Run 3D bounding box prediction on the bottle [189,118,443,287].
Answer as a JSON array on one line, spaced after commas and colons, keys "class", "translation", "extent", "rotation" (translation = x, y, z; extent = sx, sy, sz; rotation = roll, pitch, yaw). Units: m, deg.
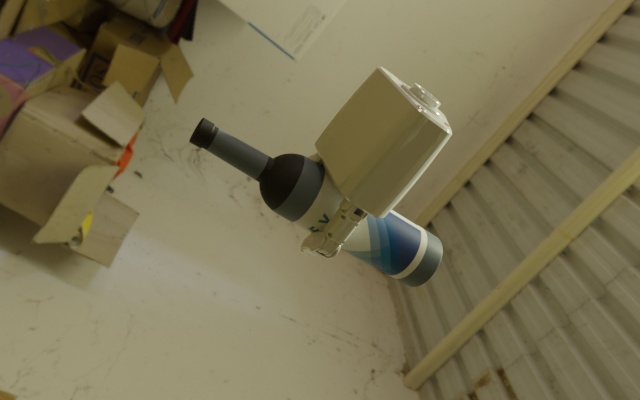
[{"class": "bottle", "translation": [0.000, 0.002, 0.508], "extent": [0.296, 0.069, 0.069], "rotation": [30, -12, -21]}]
